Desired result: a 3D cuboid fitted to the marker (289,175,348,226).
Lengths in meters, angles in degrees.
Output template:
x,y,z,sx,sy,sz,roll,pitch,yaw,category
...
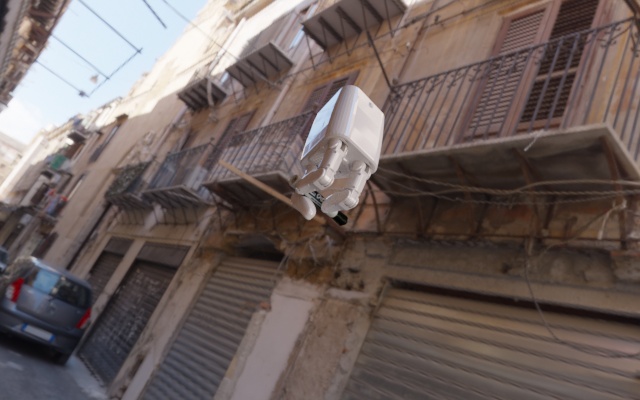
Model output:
x,y,z,sx,sy,sz,roll,pitch,yaw,category
0.000,0.002,0.713,0.121,0.020,0.020,39,-24,-33,marker
